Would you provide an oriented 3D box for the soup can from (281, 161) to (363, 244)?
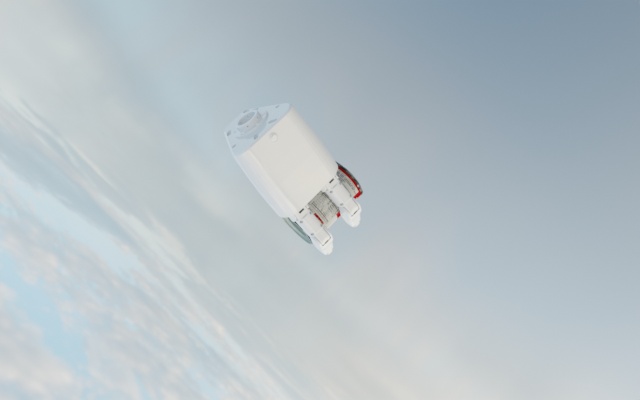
[{"bbox_3d":[0.000,0.003,0.661,0.102,0.068,0.068,-45,12,-12],"label":"soup can"}]
